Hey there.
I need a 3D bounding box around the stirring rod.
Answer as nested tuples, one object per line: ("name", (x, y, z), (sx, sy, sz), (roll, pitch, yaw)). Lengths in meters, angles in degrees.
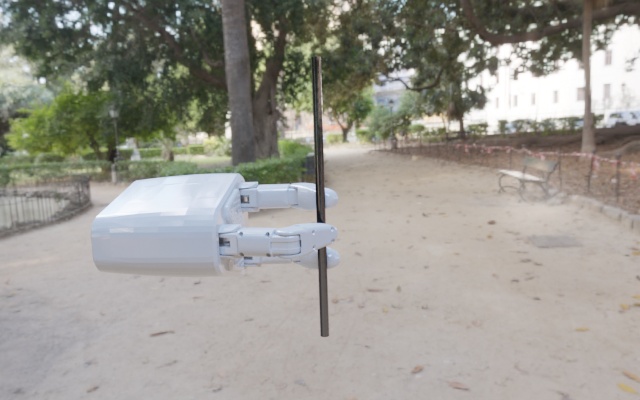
("stirring rod", (0.000, 0.001, 0.409), (0.011, 0.239, 0.011), (-2, 8, 0))
